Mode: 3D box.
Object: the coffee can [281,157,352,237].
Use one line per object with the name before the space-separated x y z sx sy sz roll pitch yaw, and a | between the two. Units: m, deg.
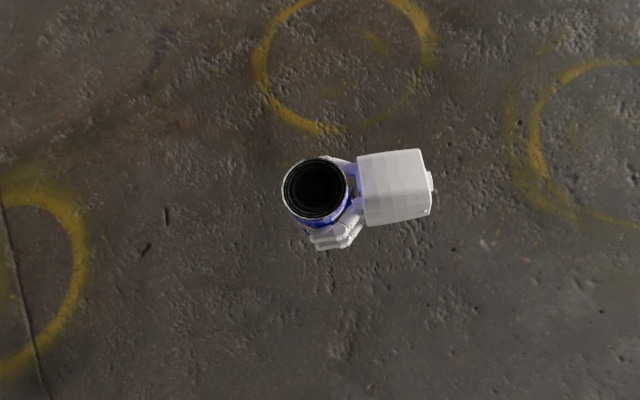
coffee can | 0.000 0.003 0.790 0.103 0.102 0.140 0 -18 9
